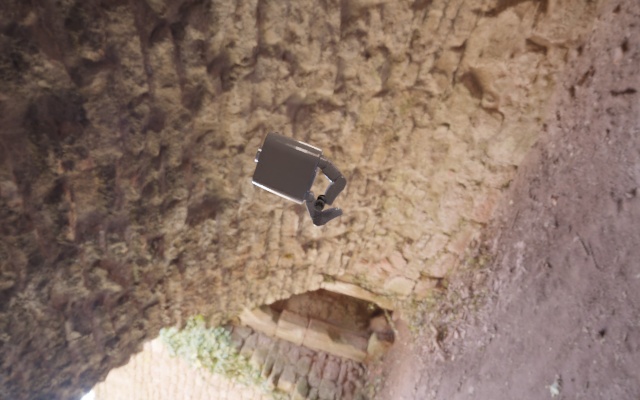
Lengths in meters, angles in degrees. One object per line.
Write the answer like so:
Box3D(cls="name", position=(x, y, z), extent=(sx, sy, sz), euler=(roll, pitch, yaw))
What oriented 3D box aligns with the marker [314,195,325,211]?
Box3D(cls="marker", position=(0.000, 0.003, 0.872), extent=(0.020, 0.020, 0.121), euler=(0, 6, 3))
